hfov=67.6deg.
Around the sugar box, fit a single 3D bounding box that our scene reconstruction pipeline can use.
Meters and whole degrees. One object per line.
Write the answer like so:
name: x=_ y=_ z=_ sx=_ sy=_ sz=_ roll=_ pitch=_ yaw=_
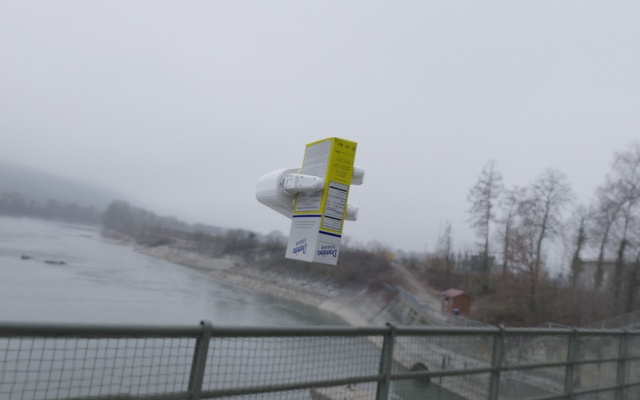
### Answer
sugar box: x=0.001 y=0.002 z=0.684 sx=0.048 sy=0.176 sz=0.093 roll=11 pitch=-6 yaw=-27
